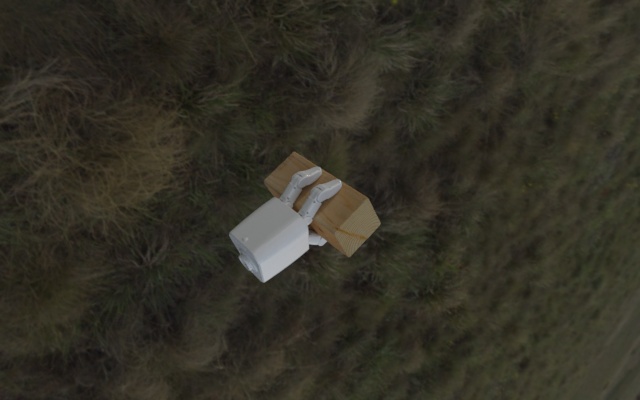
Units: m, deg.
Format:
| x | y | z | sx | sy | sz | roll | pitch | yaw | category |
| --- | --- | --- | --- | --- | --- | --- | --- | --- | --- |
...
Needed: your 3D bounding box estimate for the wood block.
| x | y | z | sx | sy | sz | roll | pitch | yaw | category |
| --- | --- | --- | --- | --- | --- | --- | --- | --- | --- |
| 0.000 | 0.003 | 0.897 | 0.206 | 0.090 | 0.091 | 35 | -15 | 38 | wood block |
